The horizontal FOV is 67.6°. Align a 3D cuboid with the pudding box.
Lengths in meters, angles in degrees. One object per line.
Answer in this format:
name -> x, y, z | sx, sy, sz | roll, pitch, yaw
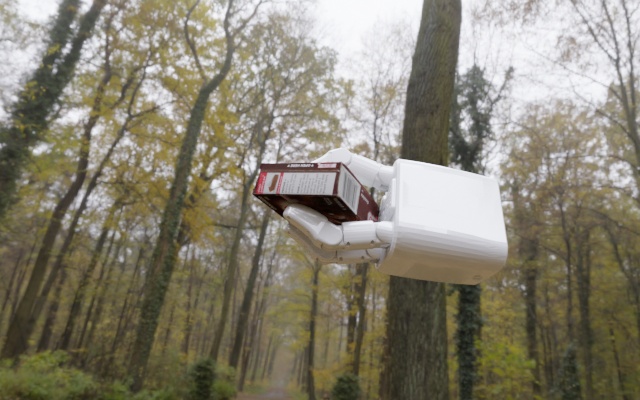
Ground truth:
pudding box -> 0.000, 0.001, 0.478 | 0.090, 0.039, 0.113 | 0, -25, 26
